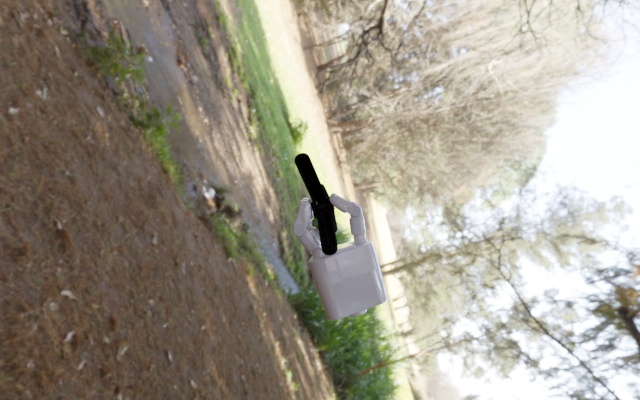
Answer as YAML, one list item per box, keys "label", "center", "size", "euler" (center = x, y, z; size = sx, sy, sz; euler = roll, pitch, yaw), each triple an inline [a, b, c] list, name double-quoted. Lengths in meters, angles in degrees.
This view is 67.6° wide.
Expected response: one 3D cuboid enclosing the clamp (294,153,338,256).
- label: "clamp"
  center: [0.001, 0.003, 0.821]
  size: [0.036, 0.164, 0.210]
  euler: [-17, 0, 5]
